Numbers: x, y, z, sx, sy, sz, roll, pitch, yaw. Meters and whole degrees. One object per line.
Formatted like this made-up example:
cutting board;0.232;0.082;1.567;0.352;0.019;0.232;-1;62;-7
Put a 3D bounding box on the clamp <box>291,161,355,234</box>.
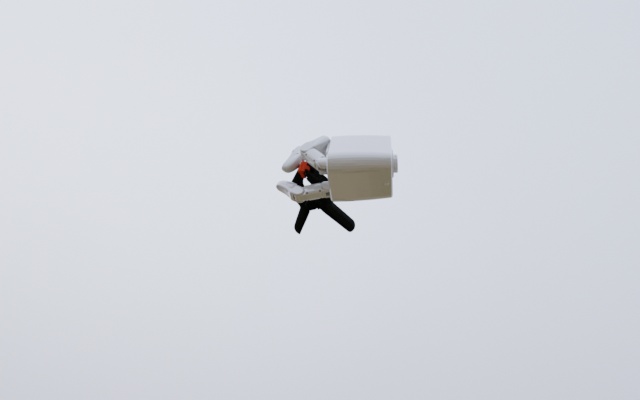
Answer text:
clamp;0.000;0.002;0.874;0.120;0.039;0.172;-2;-44;8
